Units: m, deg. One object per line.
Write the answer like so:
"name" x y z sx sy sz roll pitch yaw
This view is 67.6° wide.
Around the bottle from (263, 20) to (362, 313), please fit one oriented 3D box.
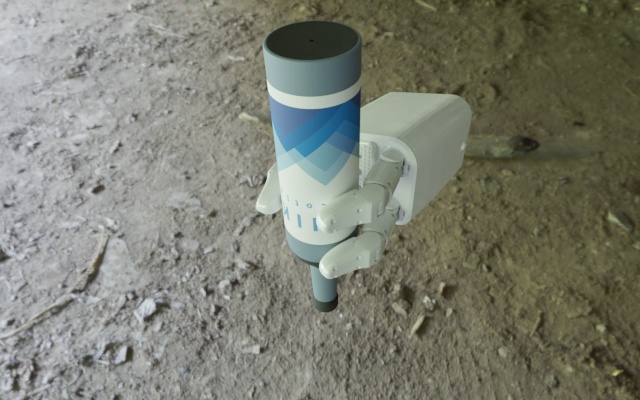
"bottle" 0.000 0.001 0.417 0.069 0.296 0.069 -2 42 1
